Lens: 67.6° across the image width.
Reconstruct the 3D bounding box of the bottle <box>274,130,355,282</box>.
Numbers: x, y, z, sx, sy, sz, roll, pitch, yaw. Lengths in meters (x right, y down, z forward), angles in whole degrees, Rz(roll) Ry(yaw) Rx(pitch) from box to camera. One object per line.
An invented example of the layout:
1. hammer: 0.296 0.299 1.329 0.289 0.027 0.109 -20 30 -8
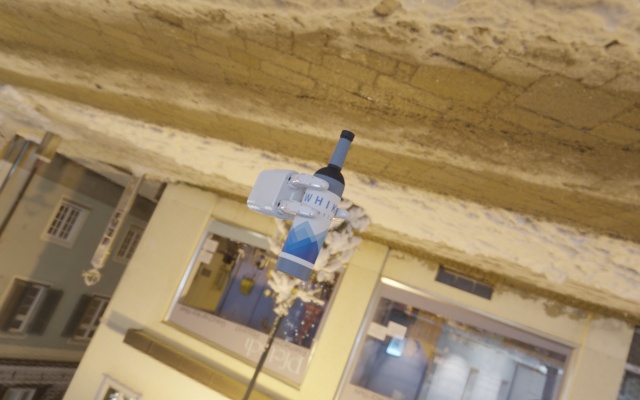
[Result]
1. bottle: 0.000 0.003 0.898 0.069 0.295 0.069 21 -11 4
